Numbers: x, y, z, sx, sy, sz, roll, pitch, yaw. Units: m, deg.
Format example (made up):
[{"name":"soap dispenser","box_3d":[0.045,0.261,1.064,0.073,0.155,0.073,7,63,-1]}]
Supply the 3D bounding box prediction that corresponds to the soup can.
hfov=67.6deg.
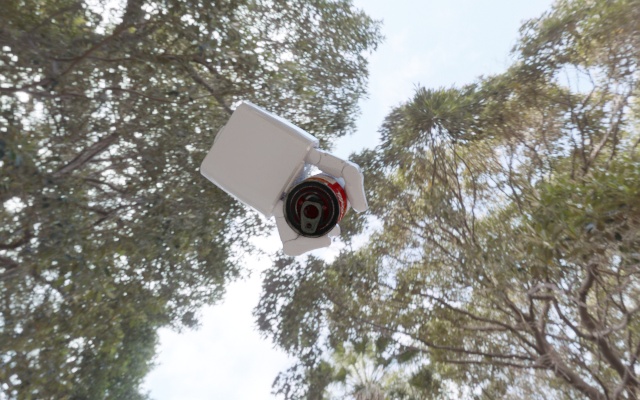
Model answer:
[{"name":"soup can","box_3d":[0.001,0.002,0.592,0.068,0.068,0.102,0,9,13]}]
